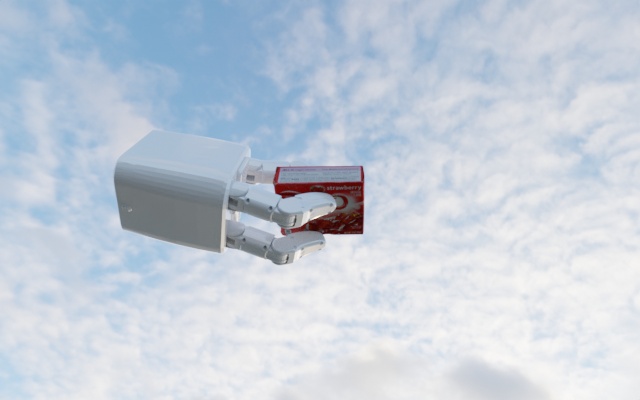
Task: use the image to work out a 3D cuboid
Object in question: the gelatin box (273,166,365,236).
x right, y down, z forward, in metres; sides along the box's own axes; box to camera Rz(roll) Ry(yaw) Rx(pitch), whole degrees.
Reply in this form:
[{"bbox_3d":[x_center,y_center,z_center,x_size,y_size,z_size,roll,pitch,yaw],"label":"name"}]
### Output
[{"bbox_3d":[0.000,0.001,0.486,0.089,0.073,0.030,-1,42,4],"label":"gelatin box"}]
